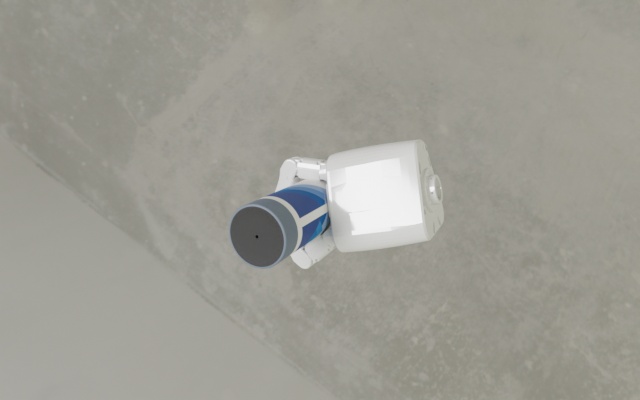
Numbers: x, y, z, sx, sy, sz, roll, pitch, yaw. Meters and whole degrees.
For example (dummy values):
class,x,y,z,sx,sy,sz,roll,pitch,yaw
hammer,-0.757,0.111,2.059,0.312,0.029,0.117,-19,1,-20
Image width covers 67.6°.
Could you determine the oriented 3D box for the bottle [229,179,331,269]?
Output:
class,x,y,z,sx,sy,sz,roll,pitch,yaw
bottle,0.000,0.002,0.594,0.069,0.069,0.295,0,13,26
